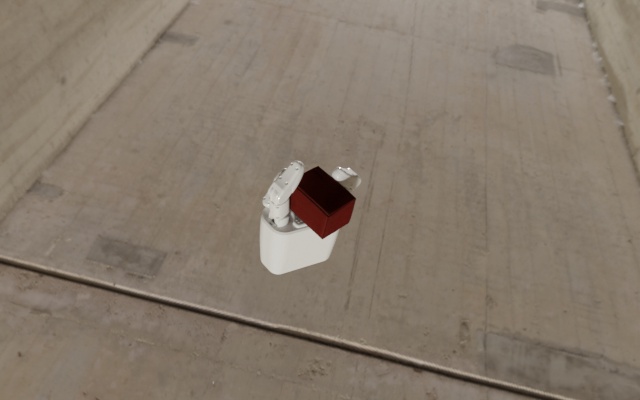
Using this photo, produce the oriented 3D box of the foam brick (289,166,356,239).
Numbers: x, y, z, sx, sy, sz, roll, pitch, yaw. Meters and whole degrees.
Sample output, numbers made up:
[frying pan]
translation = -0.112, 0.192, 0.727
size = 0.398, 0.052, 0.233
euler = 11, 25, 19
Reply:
[foam brick]
translation = 0.000, 0.002, 0.639
size = 0.053, 0.051, 0.078
euler = -30, 58, -32
